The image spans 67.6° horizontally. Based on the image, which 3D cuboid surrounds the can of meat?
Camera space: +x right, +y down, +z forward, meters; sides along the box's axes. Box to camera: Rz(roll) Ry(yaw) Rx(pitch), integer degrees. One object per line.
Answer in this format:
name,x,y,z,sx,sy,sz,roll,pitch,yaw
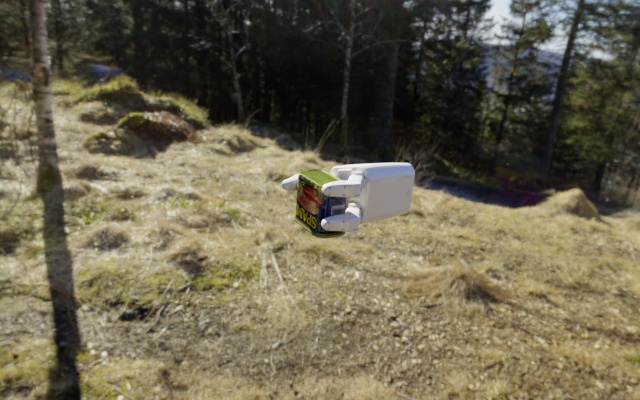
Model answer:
can of meat,0.000,0.002,0.773,0.057,0.084,0.102,-7,23,-29
